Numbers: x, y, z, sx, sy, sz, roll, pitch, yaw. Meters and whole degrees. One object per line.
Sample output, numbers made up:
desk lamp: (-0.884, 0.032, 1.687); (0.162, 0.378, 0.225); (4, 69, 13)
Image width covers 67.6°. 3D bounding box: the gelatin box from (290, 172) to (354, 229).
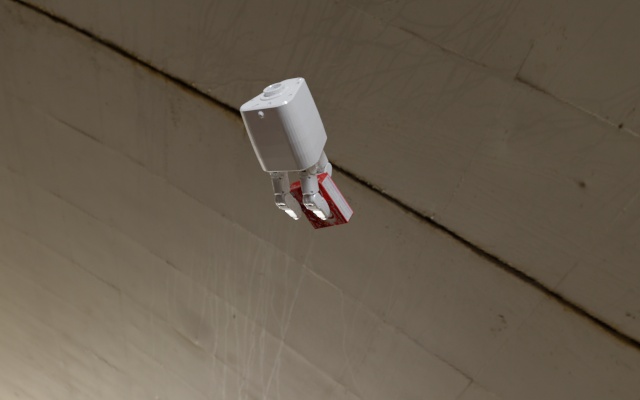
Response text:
gelatin box: (0.000, 0.003, 0.780); (0.073, 0.089, 0.030); (-14, 31, 40)
